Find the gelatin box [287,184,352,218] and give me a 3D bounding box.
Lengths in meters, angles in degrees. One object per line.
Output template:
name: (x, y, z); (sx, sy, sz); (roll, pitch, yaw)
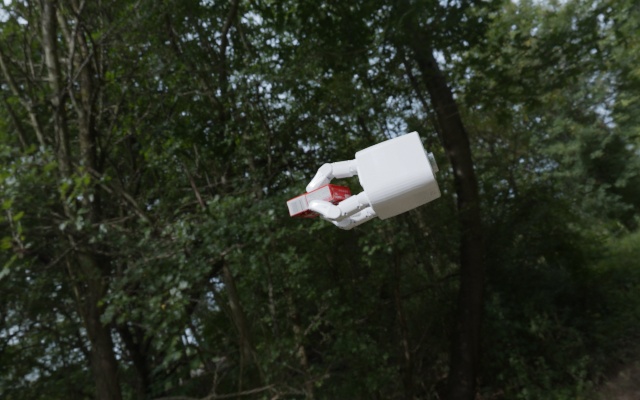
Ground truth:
gelatin box: (0.000, 0.002, 0.812); (0.089, 0.030, 0.073); (-22, -14, 26)
